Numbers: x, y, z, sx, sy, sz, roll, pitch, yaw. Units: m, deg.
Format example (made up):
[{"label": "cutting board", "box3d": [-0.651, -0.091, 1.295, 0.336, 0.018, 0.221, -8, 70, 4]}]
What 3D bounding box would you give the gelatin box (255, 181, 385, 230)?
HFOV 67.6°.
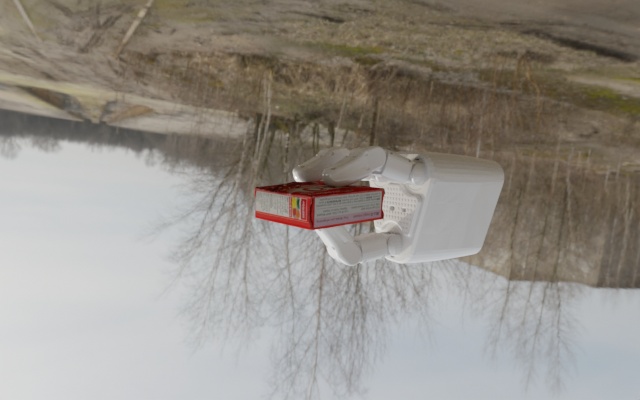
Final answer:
[{"label": "gelatin box", "box3d": [0.000, 0.002, 0.410, 0.089, 0.030, 0.073, -7, 12, -43]}]
